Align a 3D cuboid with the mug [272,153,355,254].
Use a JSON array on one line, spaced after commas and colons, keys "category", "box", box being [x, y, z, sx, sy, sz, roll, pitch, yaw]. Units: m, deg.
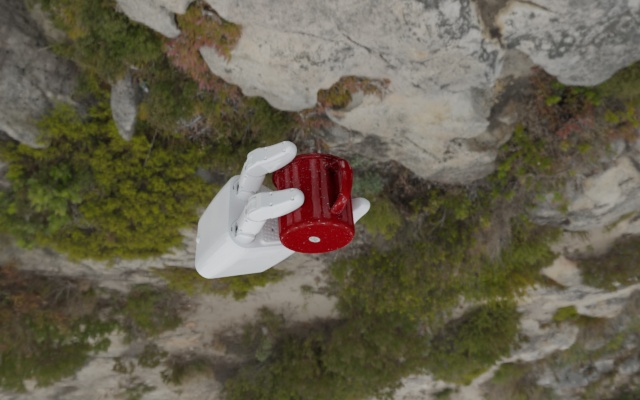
[{"category": "mug", "box": [0.001, 0.001, 0.515, 0.093, 0.081, 0.117, 13, -34, -29]}]
